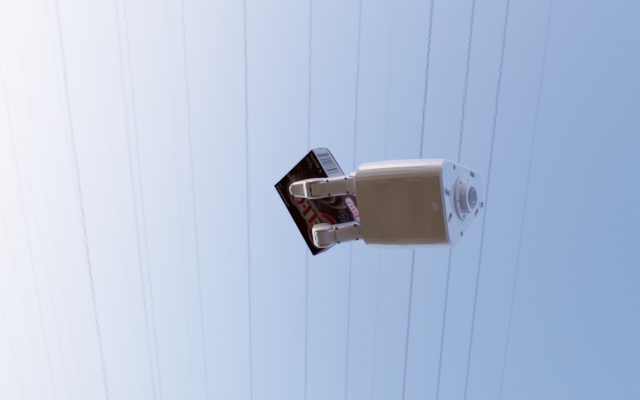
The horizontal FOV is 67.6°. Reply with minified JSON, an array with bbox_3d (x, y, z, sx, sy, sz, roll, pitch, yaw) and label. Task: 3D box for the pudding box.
[{"bbox_3d":[0.000,0.002,0.616,0.039,0.113,0.090,-14,-19,-48],"label":"pudding box"}]
